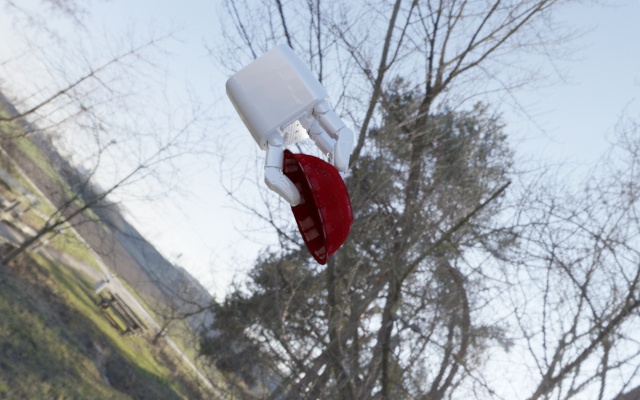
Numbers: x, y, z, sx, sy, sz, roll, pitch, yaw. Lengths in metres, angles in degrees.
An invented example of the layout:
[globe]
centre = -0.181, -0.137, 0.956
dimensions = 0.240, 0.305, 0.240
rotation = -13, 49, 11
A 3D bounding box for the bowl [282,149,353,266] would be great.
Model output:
[bowl]
centre = 0.001, 0.003, 0.638
dimensions = 0.055, 0.162, 0.162
rotation = -18, 4, -14
